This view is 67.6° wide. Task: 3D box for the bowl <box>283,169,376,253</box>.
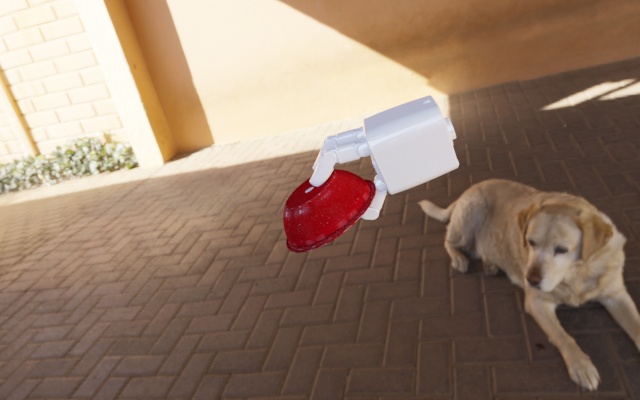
[{"bbox_3d":[-0.001,0.003,0.705,0.162,0.055,0.162,-33,20,14],"label":"bowl"}]
